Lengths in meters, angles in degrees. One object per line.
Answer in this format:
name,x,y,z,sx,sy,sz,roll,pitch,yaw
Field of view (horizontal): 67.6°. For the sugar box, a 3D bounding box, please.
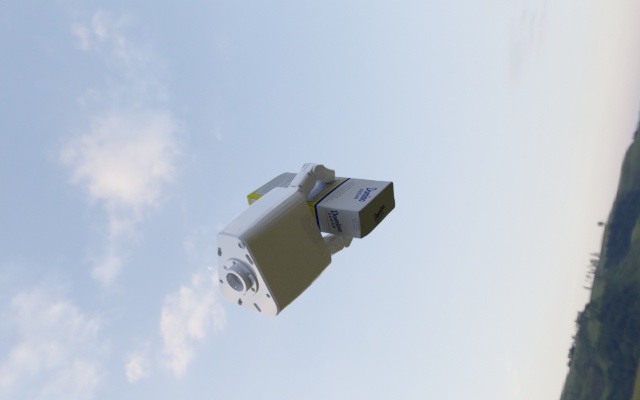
sugar box,0.000,0.003,0.635,0.176,0.048,0.093,10,31,33
